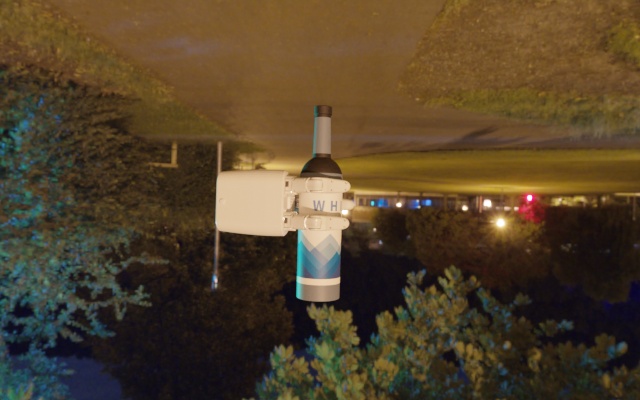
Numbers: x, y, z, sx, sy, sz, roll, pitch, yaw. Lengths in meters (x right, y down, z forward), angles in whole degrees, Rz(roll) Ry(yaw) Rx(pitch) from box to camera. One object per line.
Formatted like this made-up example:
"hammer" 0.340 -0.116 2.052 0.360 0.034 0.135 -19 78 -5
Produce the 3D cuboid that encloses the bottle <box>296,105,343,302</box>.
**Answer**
"bottle" 0.000 0.003 0.737 0.069 0.295 0.069 2 0 0
